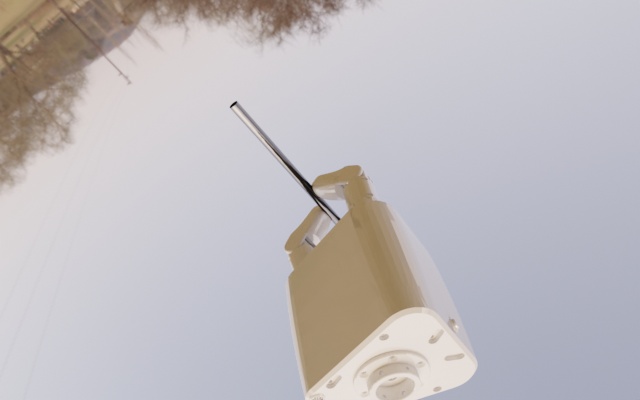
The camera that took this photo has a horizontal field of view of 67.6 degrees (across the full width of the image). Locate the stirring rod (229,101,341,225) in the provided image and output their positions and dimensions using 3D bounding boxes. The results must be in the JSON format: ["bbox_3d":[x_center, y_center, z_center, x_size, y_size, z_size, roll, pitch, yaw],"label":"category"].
[{"bbox_3d":[0.000,0.001,0.435,0.011,0.011,0.240,0,-39,46],"label":"stirring rod"}]
